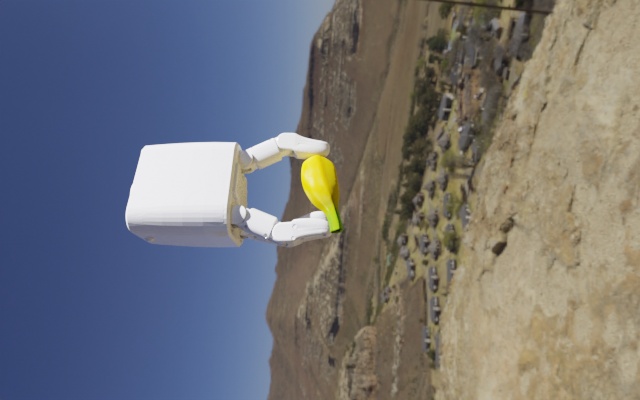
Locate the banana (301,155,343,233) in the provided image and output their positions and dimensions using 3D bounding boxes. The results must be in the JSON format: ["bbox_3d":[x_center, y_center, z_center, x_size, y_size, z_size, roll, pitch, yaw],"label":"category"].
[{"bbox_3d":[-0.001,-0.016,0.527,0.037,0.069,0.197,-4,9,0],"label":"banana"}]
